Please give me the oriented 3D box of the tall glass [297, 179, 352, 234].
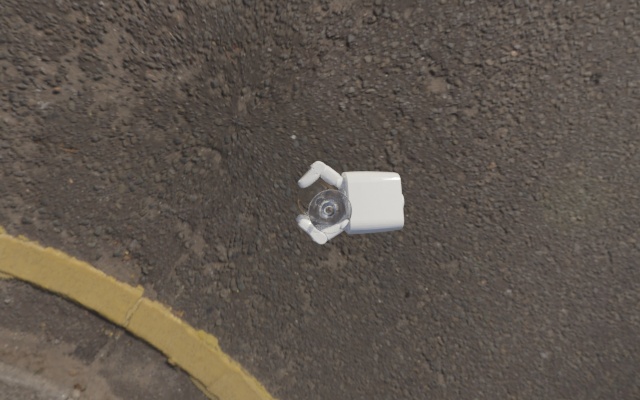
[{"bbox_3d":[0.000,0.003,0.887,0.079,0.079,0.201,0,9,-10],"label":"tall glass"}]
